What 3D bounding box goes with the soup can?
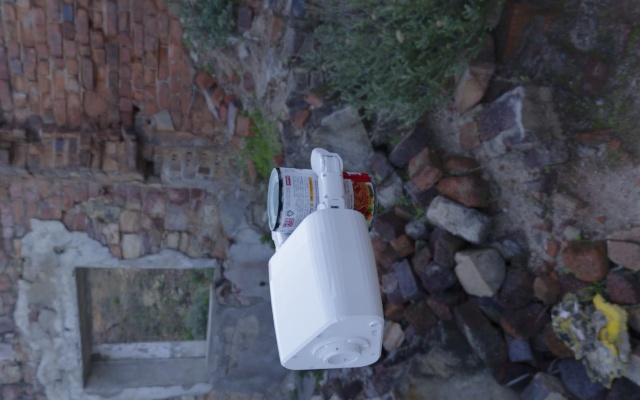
[{"bbox_3d":[0.000,0.001,0.501,0.102,0.068,0.068,3,-1,-15],"label":"soup can"}]
